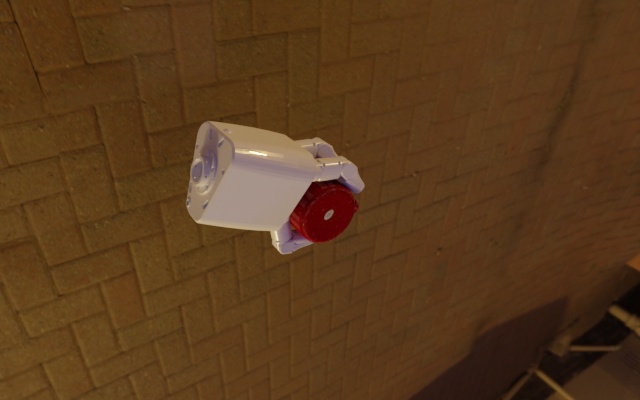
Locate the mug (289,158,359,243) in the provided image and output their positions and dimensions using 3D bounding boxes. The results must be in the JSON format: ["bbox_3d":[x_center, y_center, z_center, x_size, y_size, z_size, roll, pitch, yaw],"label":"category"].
[{"bbox_3d":[0.001,0.002,0.623,0.117,0.093,0.081,5,25,-39],"label":"mug"}]
